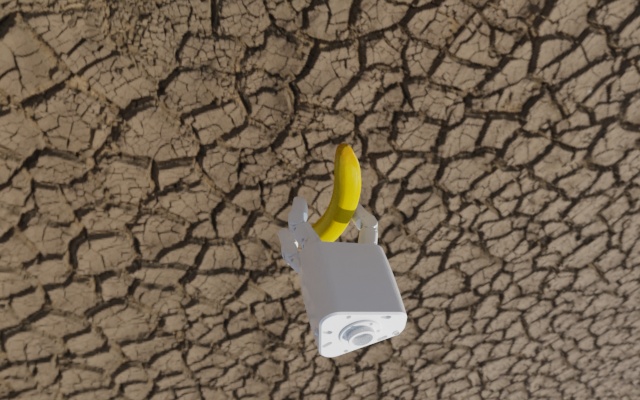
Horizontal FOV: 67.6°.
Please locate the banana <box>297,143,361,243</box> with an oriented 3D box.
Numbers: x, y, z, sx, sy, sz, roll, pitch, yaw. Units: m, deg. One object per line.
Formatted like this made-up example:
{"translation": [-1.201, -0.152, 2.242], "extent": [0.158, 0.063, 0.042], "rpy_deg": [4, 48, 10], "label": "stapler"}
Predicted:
{"translation": [0.015, 0.009, 0.661], "extent": [0.069, 0.198, 0.037], "rpy_deg": [15, 38, -22], "label": "banana"}
